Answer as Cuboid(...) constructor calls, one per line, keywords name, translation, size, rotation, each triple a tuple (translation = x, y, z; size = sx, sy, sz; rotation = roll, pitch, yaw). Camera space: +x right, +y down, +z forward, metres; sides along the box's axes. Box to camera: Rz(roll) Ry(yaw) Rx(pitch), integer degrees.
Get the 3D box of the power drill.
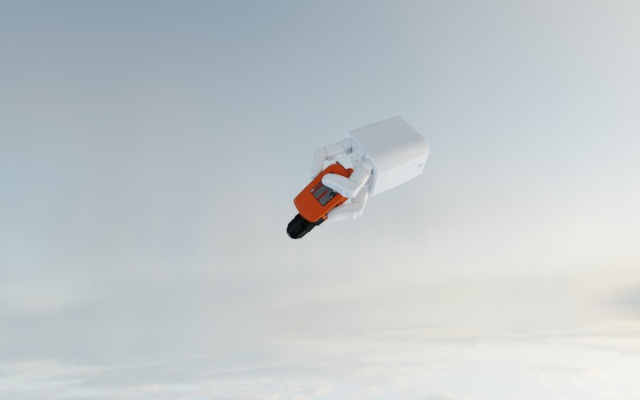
Cuboid(name="power drill", translation=(0.000, 0.003, 0.869), size=(0.184, 0.057, 0.187), rotation=(-44, -5, 0))
